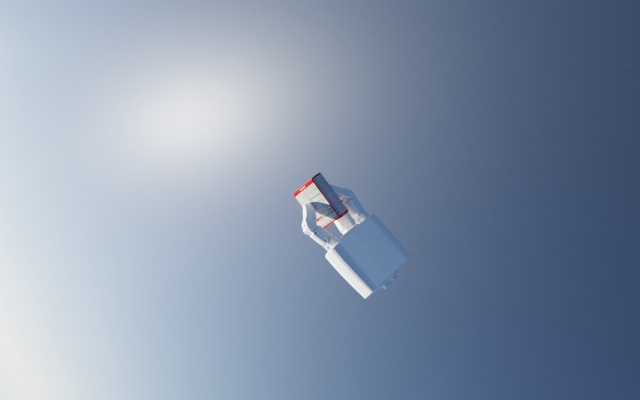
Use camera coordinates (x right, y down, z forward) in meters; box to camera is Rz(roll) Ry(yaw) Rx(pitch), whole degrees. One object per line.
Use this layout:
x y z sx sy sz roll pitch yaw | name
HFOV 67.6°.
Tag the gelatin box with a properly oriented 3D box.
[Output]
0.000 0.003 0.878 0.030 0.089 0.073 -39 1 -38 | gelatin box
